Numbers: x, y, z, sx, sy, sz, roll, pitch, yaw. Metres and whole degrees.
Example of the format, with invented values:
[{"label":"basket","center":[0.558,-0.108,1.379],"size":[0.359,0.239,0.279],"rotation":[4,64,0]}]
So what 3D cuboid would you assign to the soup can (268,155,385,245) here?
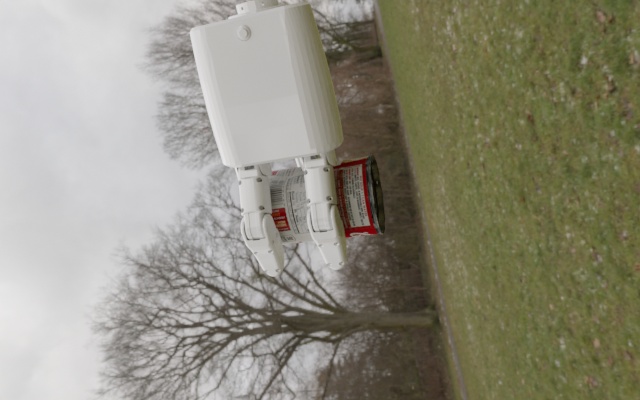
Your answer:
[{"label":"soup can","center":[0.000,0.002,0.415],"size":[0.102,0.068,0.068],"rotation":[-8,-2,13]}]
